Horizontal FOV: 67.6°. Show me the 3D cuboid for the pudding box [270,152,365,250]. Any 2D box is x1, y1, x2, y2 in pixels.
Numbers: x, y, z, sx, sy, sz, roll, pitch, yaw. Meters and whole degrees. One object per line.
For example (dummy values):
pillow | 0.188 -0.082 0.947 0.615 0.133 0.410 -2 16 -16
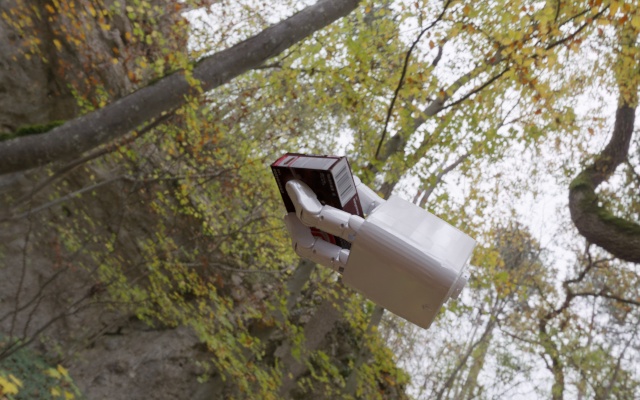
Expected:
pudding box | 0.000 0.002 0.553 0.090 0.113 0.039 7 35 38
